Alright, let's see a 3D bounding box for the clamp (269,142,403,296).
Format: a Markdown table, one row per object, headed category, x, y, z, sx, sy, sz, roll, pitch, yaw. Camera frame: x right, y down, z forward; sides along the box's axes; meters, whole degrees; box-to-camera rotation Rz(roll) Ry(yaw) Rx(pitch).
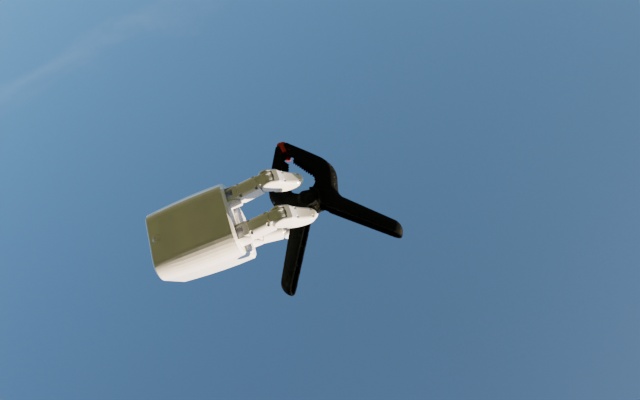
| category | x | y | z | sx | sy | sz | roll | pitch | yaw |
| --- | --- | --- | --- | --- | --- | --- | --- | --- | --- |
| clamp | 0.000 | 0.002 | 0.628 | 0.164 | 0.210 | 0.036 | -21 | -28 | 0 |
